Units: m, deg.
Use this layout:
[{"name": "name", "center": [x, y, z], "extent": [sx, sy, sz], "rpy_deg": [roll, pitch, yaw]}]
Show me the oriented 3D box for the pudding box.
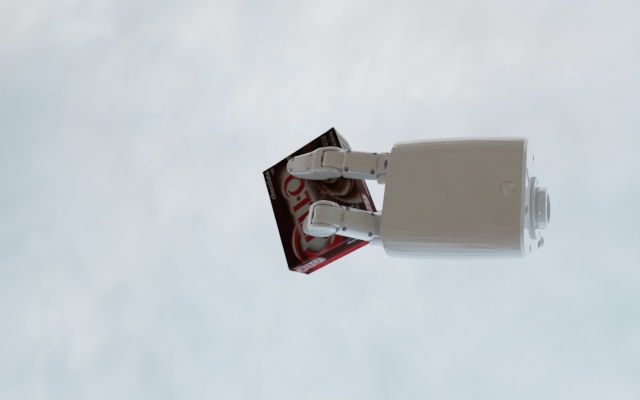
[{"name": "pudding box", "center": [0.000, 0.002, 0.453], "extent": [0.090, 0.113, 0.039], "rpy_deg": [-30, -31, 21]}]
